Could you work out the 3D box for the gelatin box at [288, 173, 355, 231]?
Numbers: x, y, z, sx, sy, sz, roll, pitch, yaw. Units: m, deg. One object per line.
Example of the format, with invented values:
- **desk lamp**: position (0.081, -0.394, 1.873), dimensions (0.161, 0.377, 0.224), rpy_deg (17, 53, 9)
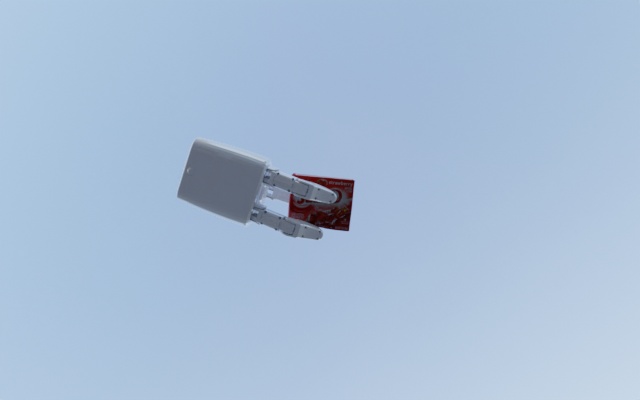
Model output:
- **gelatin box**: position (0.000, 0.002, 0.672), dimensions (0.089, 0.073, 0.030), rpy_deg (6, 6, -2)
